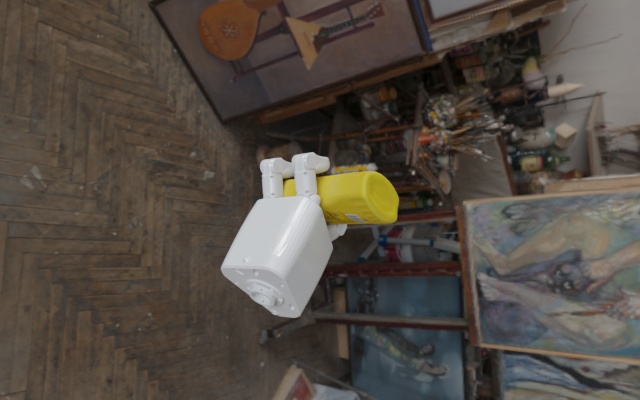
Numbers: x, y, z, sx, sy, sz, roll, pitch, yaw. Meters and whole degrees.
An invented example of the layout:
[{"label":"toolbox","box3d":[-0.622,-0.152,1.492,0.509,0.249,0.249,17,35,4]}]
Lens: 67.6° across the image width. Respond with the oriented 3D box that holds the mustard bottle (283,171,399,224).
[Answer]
[{"label":"mustard bottle","box3d":[0.000,0.002,0.638,0.191,0.058,0.096,-4,-21,35]}]
